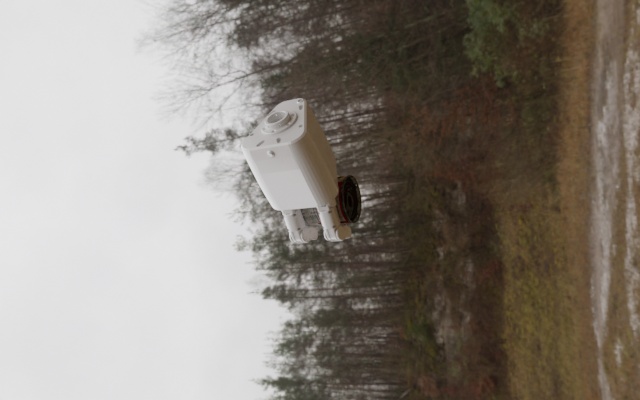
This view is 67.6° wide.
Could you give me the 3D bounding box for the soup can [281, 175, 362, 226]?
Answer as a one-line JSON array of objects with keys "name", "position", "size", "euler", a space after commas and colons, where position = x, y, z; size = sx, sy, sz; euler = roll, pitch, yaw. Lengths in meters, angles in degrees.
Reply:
[{"name": "soup can", "position": [0.000, 0.003, 0.694], "size": [0.102, 0.068, 0.068], "euler": [-6, -3, 25]}]
